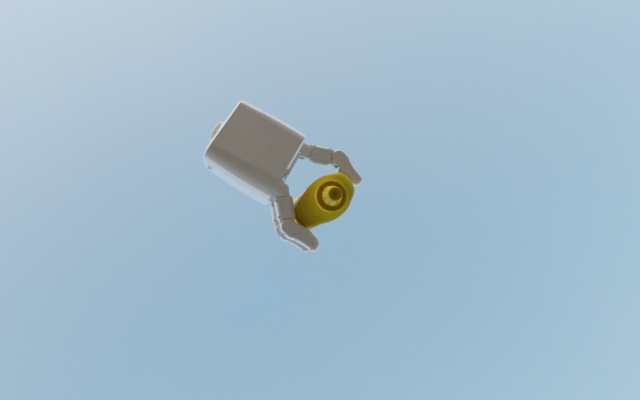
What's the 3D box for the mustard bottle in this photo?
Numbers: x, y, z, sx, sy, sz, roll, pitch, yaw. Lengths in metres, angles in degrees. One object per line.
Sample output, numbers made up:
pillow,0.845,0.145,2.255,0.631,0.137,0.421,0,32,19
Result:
mustard bottle,0.000,0.002,0.678,0.096,0.058,0.191,-36,1,-13
